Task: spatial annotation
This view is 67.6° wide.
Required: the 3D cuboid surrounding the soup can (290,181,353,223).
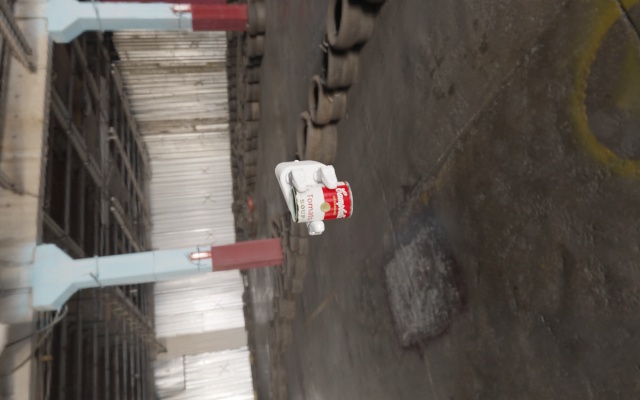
[{"bbox_3d":[0.000,0.003,0.868,0.102,0.068,0.068,-5,1,-13],"label":"soup can"}]
